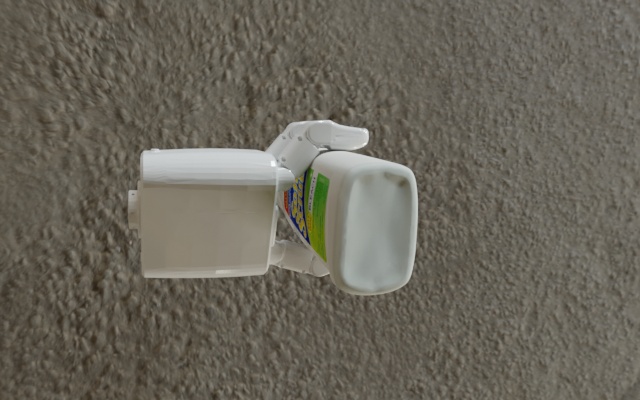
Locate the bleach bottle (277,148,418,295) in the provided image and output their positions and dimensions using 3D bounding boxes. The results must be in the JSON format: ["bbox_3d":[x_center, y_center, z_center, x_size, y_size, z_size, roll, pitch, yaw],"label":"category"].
[{"bbox_3d":[0.000,0.001,0.457,0.068,0.102,0.251,0,9,-20],"label":"bleach bottle"}]
